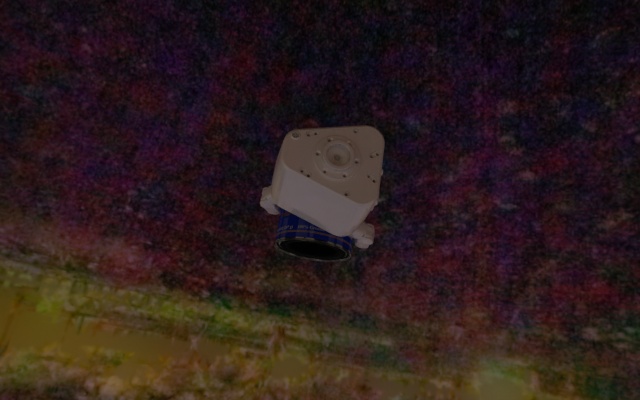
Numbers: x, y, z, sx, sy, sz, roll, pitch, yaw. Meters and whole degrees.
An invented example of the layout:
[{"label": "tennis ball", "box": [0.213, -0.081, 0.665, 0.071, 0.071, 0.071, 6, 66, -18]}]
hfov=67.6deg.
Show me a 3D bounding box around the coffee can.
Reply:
[{"label": "coffee can", "box": [0.000, 0.002, 0.647, 0.103, 0.140, 0.103, 8, -20, 3]}]
